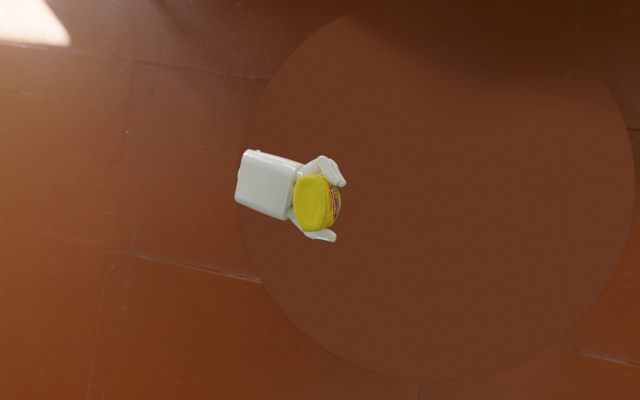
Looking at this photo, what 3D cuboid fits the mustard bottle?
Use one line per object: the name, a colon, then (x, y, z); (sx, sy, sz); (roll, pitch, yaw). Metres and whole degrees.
mustard bottle: (0.000, 0.003, 0.884); (0.058, 0.096, 0.191); (-6, 0, 12)
